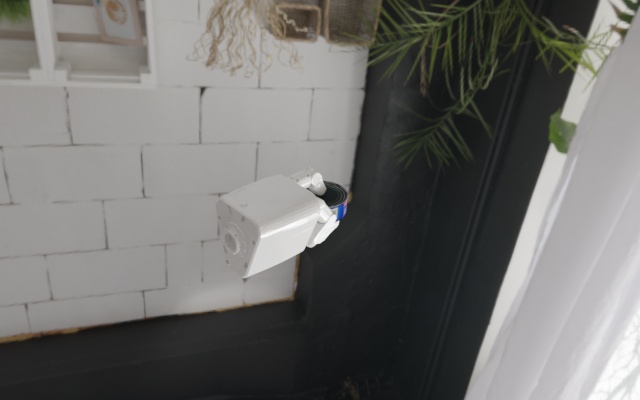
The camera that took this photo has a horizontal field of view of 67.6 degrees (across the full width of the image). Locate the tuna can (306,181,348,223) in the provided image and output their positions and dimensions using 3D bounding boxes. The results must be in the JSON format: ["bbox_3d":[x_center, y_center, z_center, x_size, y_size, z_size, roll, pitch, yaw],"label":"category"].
[{"bbox_3d":[0.000,0.003,0.764,0.086,0.034,0.086,2,30,-1],"label":"tuna can"}]
